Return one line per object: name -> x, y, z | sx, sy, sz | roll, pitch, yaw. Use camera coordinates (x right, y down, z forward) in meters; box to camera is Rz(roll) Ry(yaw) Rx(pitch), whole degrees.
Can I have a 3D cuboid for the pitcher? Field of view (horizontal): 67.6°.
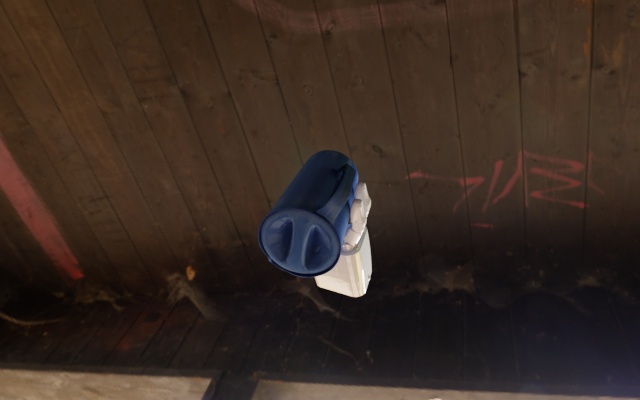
pitcher -> 0.000, 0.003, 0.824 | 0.149, 0.145, 0.242 | -1, 31, 17
